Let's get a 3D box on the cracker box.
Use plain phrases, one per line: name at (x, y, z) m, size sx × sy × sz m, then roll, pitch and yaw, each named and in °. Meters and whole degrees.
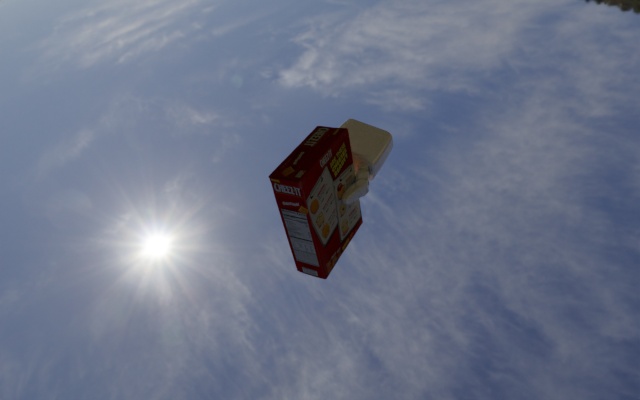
cracker box at (0.000, 0.003, 0.837) m, size 0.072 × 0.214 × 0.164 m, roll 10°, pitch 42°, yaw 29°
